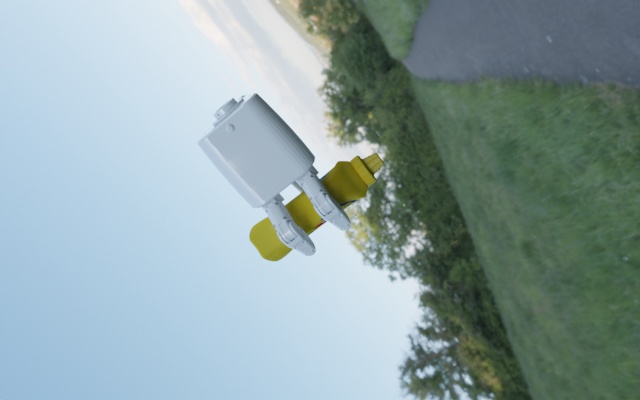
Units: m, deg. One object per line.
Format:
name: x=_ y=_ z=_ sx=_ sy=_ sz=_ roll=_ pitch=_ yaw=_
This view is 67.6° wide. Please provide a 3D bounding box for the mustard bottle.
mustard bottle: x=0.000 y=0.002 z=0.621 sx=0.191 sy=0.058 sz=0.096 roll=-37 pitch=-5 yaw=10
